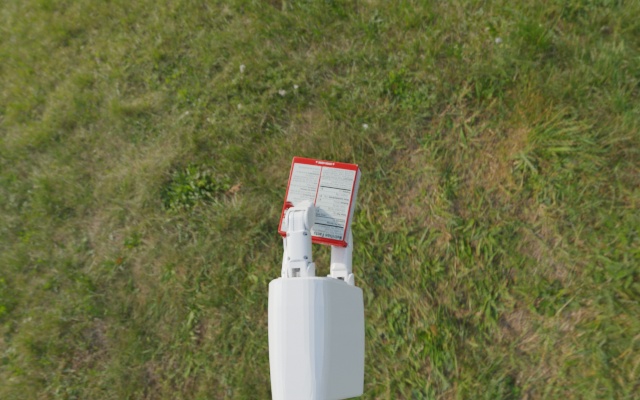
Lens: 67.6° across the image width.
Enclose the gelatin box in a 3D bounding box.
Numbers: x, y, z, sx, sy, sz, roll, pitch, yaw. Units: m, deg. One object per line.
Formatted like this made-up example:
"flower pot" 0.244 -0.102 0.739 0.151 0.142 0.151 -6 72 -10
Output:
"gelatin box" 0.000 0.001 0.516 0.073 0.089 0.030 8 -11 14
